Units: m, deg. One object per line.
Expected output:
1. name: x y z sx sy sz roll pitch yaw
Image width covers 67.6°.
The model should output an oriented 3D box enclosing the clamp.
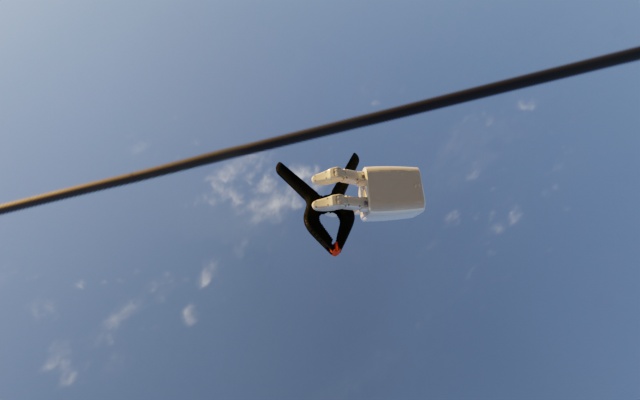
1. clamp: 0.000 0.004 0.898 0.164 0.210 0.036 -2 -27 -4
